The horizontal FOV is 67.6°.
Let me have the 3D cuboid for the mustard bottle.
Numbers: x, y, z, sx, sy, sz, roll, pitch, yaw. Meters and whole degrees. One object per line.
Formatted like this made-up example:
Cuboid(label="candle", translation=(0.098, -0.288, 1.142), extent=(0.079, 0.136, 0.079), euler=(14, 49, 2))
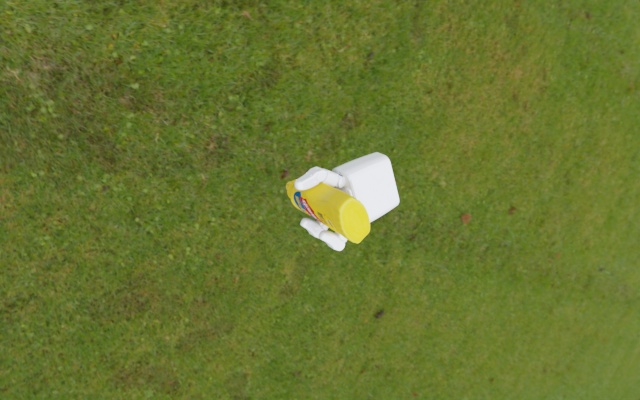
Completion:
Cuboid(label="mustard bottle", translation=(0.000, 0.003, 0.849), extent=(0.191, 0.058, 0.096), euler=(29, -21, 45))
